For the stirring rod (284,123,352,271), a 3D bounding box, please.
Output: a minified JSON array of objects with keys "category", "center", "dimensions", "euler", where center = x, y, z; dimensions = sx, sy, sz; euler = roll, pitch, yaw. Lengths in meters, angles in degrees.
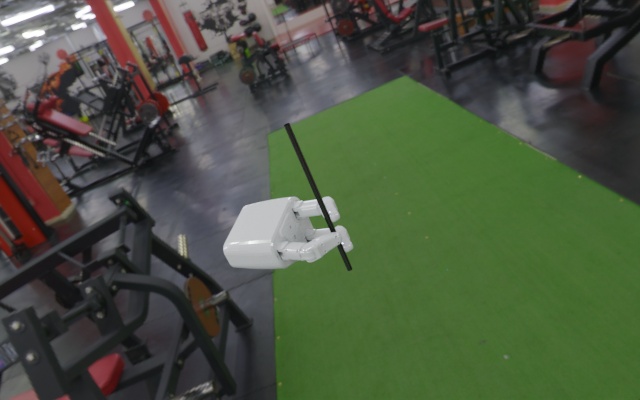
[{"category":"stirring rod","center":[0.000,0.002,0.669],"dimensions":[0.011,0.240,0.011],"euler":[-20,24,9]}]
